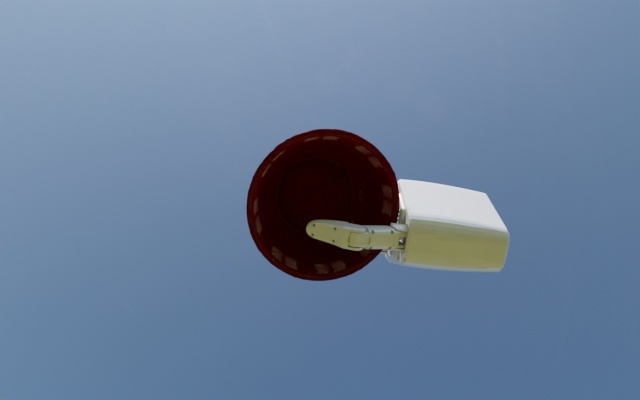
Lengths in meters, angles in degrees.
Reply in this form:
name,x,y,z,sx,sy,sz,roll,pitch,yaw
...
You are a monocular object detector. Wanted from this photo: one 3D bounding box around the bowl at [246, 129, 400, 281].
name,x,y,z,sx,sy,sz,roll,pitch,yaw
bowl,-0.001,0.001,0.513,0.162,0.162,0.055,0,14,-12
